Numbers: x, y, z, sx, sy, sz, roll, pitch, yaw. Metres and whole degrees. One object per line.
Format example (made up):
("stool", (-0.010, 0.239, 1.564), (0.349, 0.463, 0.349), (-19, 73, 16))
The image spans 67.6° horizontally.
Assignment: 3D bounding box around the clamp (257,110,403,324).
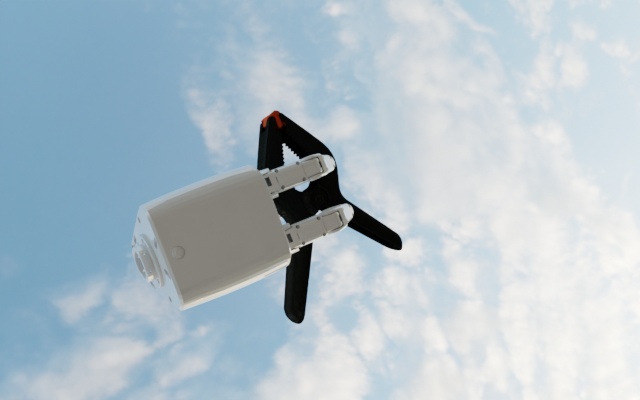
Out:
("clamp", (-0.001, 0.001, 0.513), (0.164, 0.210, 0.036), (-22, 4, -32))
